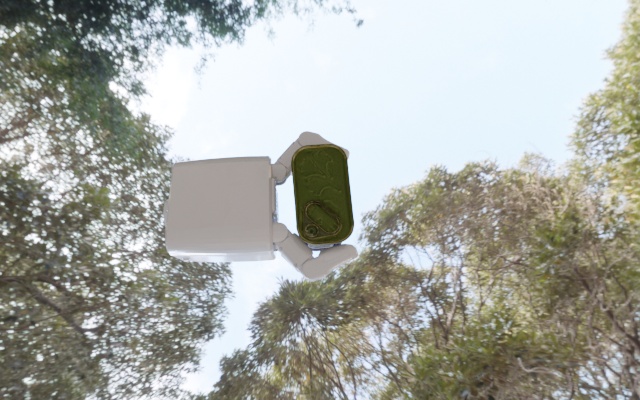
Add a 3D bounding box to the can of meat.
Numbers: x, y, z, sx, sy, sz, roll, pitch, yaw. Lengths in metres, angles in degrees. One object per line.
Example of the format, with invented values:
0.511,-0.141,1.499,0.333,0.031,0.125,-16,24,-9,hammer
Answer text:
0.000,0.002,0.512,0.057,0.102,0.084,-5,-12,-4,can of meat
